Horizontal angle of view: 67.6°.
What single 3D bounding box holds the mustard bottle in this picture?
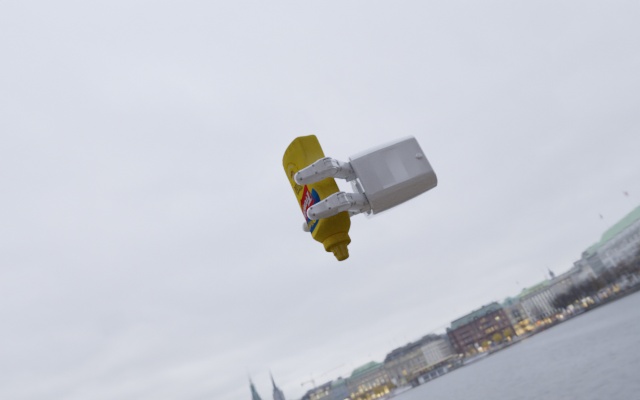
[{"bbox_3d":[0.000,0.002,0.717,0.058,0.191,0.096,-11,-26,-25],"label":"mustard bottle"}]
